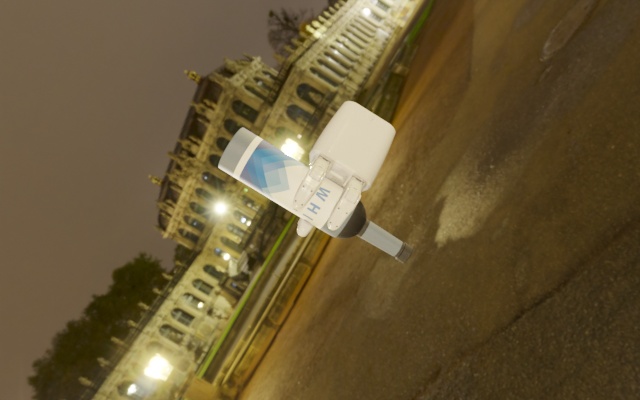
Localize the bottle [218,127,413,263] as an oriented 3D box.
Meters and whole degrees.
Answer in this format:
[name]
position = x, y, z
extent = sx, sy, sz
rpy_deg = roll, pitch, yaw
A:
[bottle]
position = 0.000, 0.002, 0.676
extent = 0.296, 0.069, 0.069
rpy_deg = 31, -2, -4
